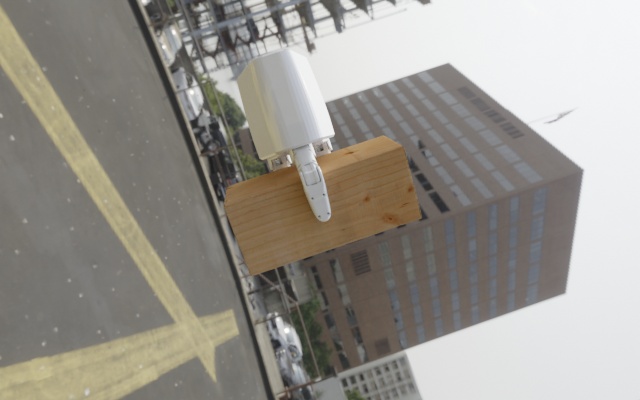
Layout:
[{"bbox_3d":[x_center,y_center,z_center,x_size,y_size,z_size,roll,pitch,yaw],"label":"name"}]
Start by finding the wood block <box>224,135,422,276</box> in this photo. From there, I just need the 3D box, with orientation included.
[{"bbox_3d":[0.000,0.002,0.567,0.206,0.090,0.090,-19,18,-3],"label":"wood block"}]
